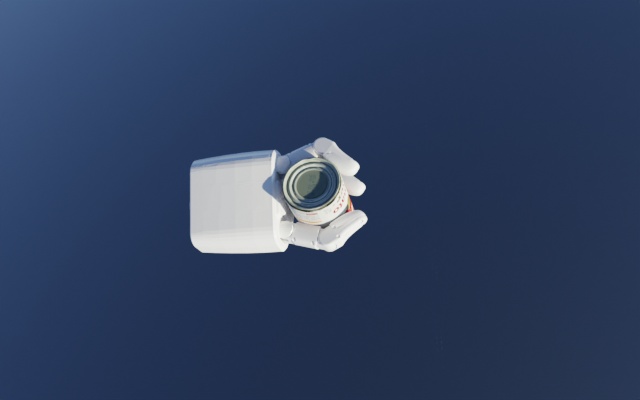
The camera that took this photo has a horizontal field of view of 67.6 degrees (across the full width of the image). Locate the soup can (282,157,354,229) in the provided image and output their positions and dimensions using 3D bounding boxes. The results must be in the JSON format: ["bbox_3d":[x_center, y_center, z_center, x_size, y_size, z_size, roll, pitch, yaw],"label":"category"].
[{"bbox_3d":[0.001,0.002,0.558,0.068,0.068,0.102,0,-25,13],"label":"soup can"}]
